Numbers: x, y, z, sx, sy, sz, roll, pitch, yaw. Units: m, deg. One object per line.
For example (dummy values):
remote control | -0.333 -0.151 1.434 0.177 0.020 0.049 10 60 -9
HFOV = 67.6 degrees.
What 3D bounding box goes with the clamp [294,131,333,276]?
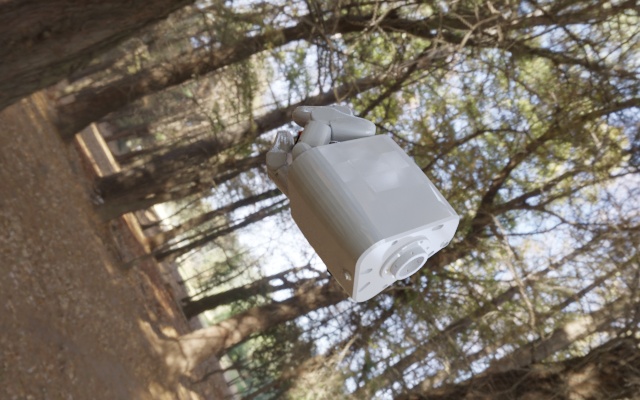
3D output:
clamp | 0.001 0.001 0.512 0.039 0.120 0.172 -25 -33 -17
